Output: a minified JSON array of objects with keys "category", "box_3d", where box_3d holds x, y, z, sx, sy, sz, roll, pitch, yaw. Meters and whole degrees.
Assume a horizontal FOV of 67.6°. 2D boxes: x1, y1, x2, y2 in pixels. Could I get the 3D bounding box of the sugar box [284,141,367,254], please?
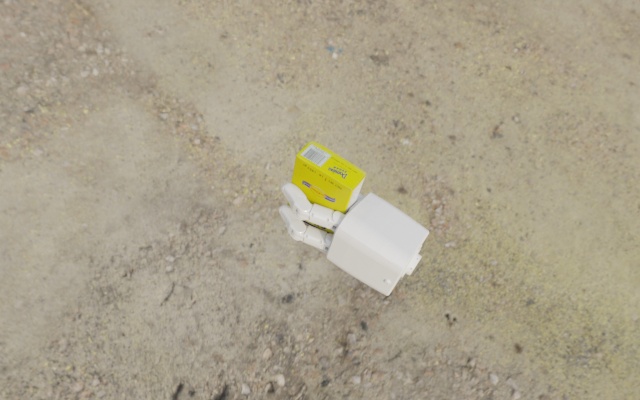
[{"category":"sugar box","box_3d":[0.000,0.003,0.702,0.093,0.176,0.048,33,53,14]}]
